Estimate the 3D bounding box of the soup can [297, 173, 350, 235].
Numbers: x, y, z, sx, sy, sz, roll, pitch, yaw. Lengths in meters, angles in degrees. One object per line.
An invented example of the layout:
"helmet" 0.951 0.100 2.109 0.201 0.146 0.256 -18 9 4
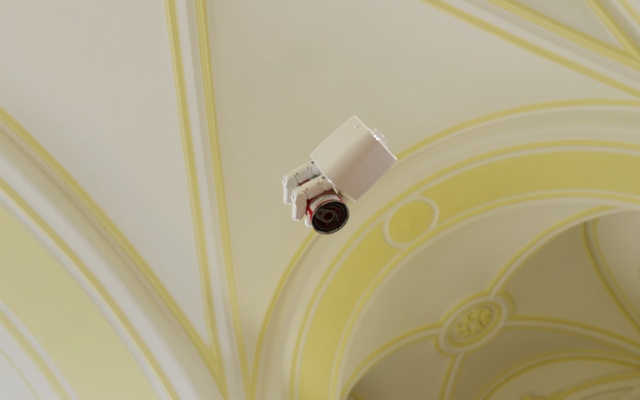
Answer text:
"soup can" 0.000 0.003 0.834 0.068 0.068 0.102 0 32 -23
